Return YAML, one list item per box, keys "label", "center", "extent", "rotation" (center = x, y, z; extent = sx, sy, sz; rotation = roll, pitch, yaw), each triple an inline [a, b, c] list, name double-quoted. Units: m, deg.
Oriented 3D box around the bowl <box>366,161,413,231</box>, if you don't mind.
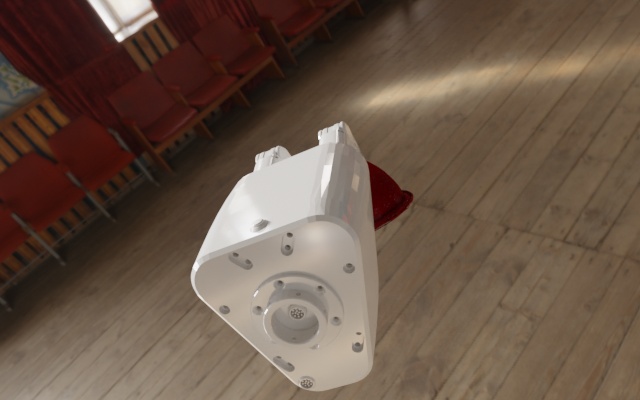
- label: "bowl"
  center: [0.000, 0.001, 0.441]
  extent: [0.162, 0.055, 0.162]
  rotation: [-22, 8, 3]
